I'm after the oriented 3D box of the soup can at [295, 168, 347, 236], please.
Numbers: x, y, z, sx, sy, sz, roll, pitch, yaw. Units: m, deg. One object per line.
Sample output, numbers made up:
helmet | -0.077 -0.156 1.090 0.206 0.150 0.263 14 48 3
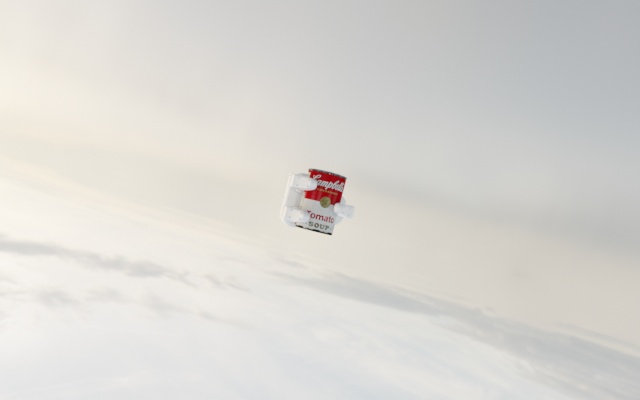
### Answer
soup can | 0.000 0.003 0.812 0.068 0.102 0.068 14 -3 1
